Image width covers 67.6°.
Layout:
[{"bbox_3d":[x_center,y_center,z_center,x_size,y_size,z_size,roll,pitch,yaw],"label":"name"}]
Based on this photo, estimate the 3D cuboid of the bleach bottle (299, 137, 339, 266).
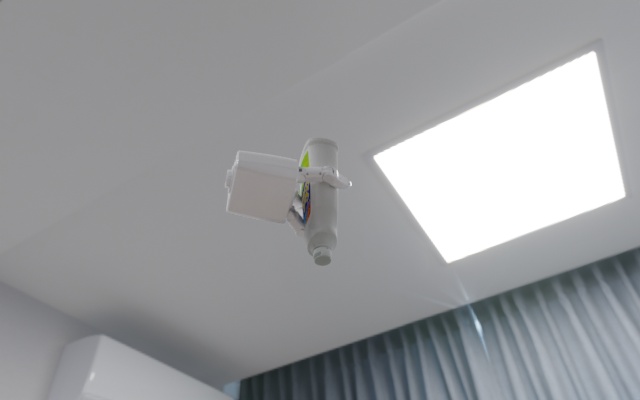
[{"bbox_3d":[0.000,0.003,0.862,0.068,0.250,0.103,10,-45,-14],"label":"bleach bottle"}]
